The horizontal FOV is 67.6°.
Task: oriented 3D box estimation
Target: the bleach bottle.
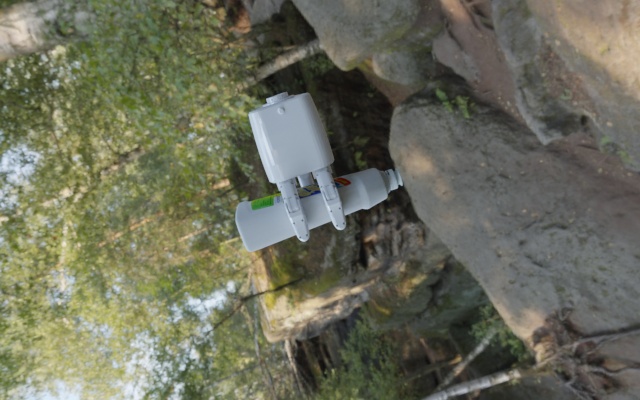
[{"bbox_3d":[0.000,0.002,0.731,0.251,0.068,0.102,-19,15,0],"label":"bleach bottle"}]
